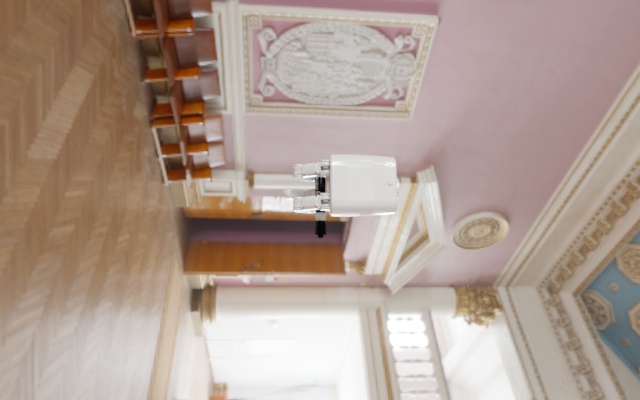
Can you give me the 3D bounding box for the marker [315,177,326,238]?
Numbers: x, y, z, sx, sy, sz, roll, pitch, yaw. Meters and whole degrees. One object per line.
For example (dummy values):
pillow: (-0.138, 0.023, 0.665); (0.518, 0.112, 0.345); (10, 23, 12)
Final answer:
marker: (0.000, 0.003, 0.808); (0.020, 0.121, 0.020); (0, -9, 0)
